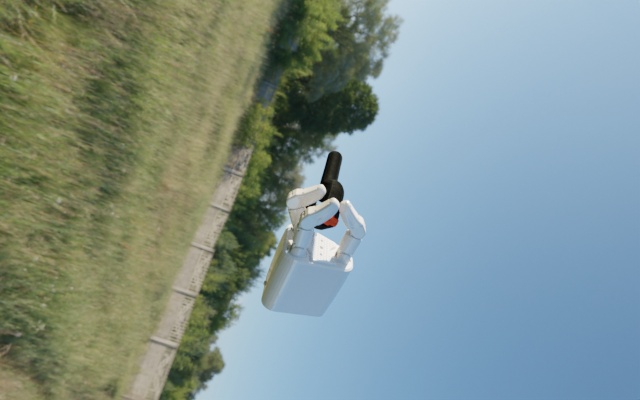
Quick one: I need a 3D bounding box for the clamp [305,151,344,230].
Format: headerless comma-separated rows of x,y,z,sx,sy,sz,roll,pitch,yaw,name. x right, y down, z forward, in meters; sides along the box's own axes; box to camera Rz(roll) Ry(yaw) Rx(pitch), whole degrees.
0.001,0.003,0.746,0.039,0.120,0.171,22,28,-10,clamp
